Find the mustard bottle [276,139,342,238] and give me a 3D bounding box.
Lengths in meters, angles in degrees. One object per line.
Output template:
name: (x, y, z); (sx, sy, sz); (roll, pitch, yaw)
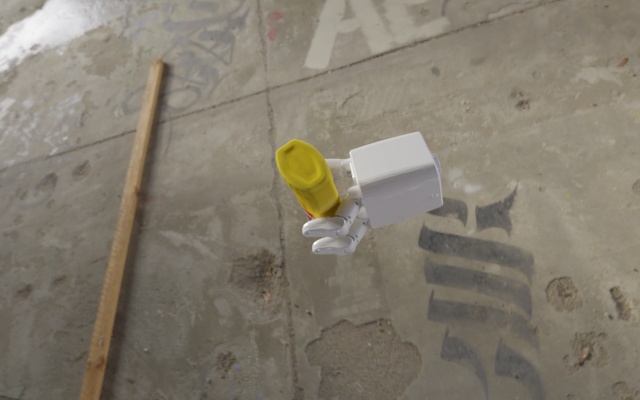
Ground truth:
mustard bottle: (0.000, 0.002, 0.682); (0.058, 0.096, 0.192); (-37, -35, -7)
